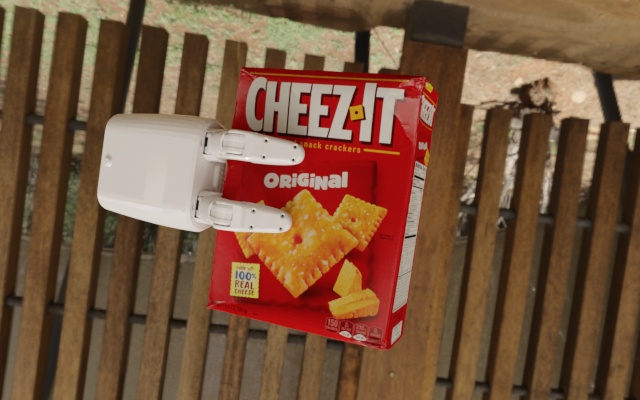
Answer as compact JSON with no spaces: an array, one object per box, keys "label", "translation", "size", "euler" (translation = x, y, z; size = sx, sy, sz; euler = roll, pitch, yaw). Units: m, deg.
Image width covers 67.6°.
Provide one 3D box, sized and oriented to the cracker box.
[{"label":"cracker box","translation":[0.000,0.002,0.409],"size":[0.164,0.213,0.072],"euler":[9,2,21]}]
